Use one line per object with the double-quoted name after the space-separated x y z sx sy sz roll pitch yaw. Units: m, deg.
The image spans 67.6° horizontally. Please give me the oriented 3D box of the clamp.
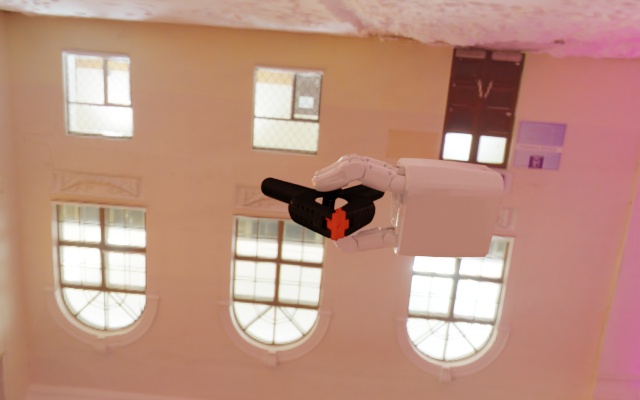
0.000 0.003 0.553 0.164 0.036 0.210 2 13 2 "clamp"
